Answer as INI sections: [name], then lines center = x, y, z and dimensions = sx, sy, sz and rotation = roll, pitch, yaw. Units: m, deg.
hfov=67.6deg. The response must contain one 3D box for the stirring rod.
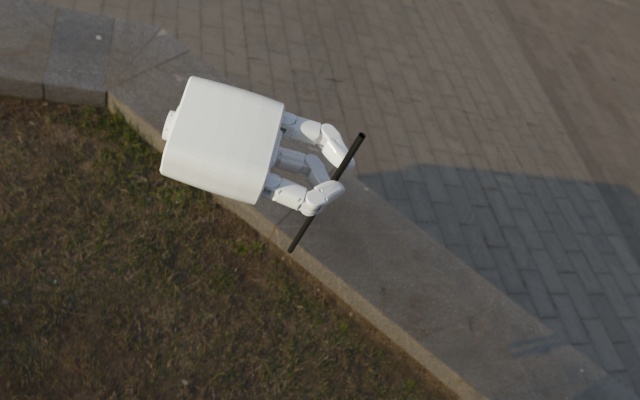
[stirring rod]
center = 0.000, 0.002, 0.576
dimensions = 0.011, 0.011, 0.240
rotation = 0, -35, -25
